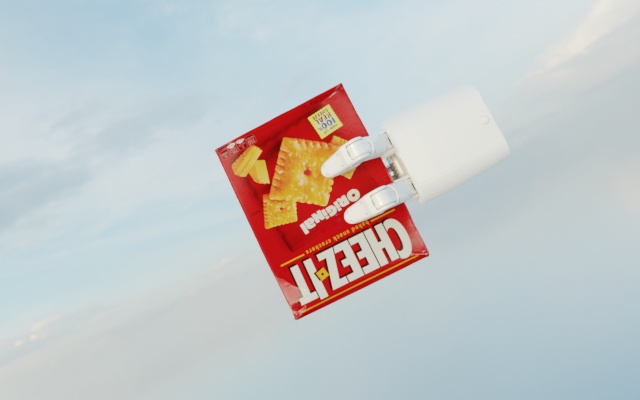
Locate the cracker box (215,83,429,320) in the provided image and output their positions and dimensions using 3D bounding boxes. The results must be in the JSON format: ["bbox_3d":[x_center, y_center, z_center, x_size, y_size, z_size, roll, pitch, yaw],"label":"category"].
[{"bbox_3d":[0.000,0.002,0.543,0.164,0.213,0.072,-27,-7,2],"label":"cracker box"}]
